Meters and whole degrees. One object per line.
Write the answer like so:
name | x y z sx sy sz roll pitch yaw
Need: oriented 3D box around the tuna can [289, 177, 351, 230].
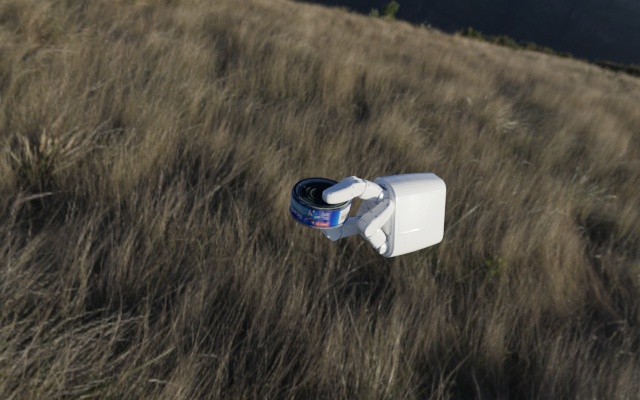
tuna can | 0.000 0.002 0.672 0.086 0.034 0.086 6 33 -4
